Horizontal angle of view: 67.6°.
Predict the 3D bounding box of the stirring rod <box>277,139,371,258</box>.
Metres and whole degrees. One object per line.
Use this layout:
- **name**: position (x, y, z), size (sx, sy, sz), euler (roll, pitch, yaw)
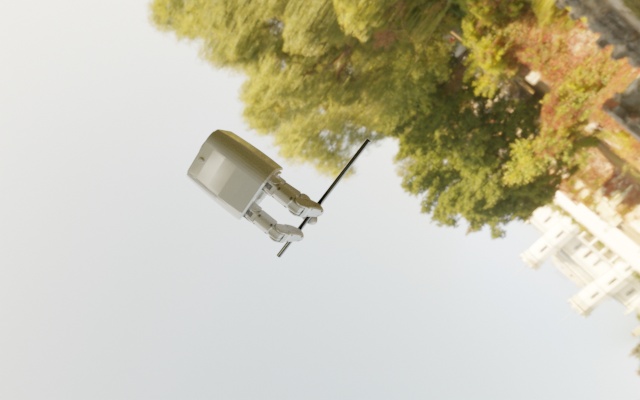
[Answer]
- **stirring rod**: position (0.000, 0.002, 0.721), size (0.011, 0.240, 0.011), euler (31, 25, -16)
